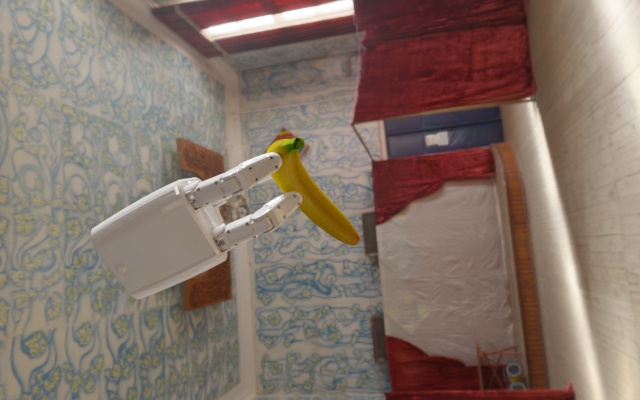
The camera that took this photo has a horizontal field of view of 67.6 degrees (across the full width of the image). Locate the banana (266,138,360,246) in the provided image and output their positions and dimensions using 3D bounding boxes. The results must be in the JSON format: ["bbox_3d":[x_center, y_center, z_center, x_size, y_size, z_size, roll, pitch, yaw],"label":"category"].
[{"bbox_3d":[-0.013,-0.008,0.541,0.069,0.037,0.198,33,-14,39],"label":"banana"}]
